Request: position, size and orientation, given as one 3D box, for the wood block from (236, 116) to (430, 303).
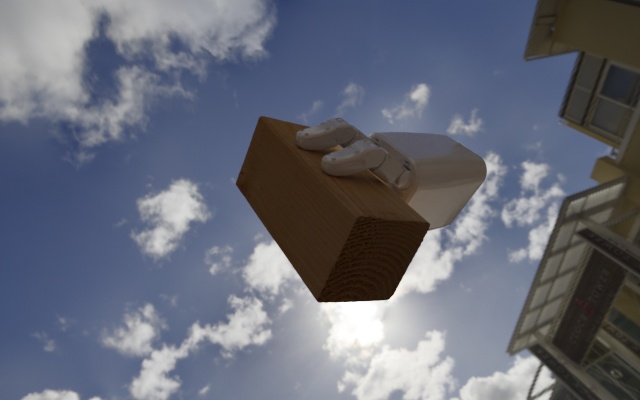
[{"bbox_3d":[0.000,0.002,0.487,0.090,0.091,0.206,6,27,-36],"label":"wood block"}]
